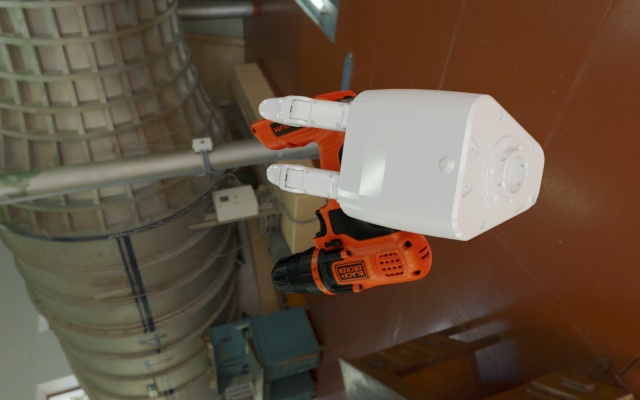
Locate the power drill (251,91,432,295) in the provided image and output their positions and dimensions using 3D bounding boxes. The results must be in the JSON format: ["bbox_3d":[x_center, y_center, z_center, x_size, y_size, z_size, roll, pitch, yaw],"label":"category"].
[{"bbox_3d":[0.000,0.001,0.466,0.184,0.187,0.057,-16,8,36],"label":"power drill"}]
